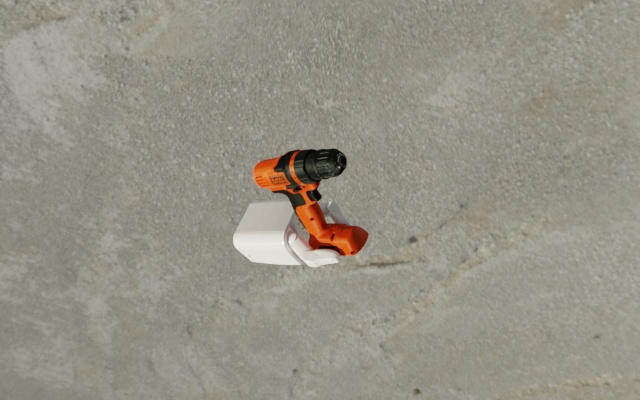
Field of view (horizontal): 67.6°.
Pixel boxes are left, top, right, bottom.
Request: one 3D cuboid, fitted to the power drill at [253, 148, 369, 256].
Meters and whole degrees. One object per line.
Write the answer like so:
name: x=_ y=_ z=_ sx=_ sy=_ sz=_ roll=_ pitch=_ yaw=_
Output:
power drill: x=0.000 y=0.003 z=0.746 sx=0.184 sy=0.188 sz=0.057 roll=-4 pitch=37 yaw=46
